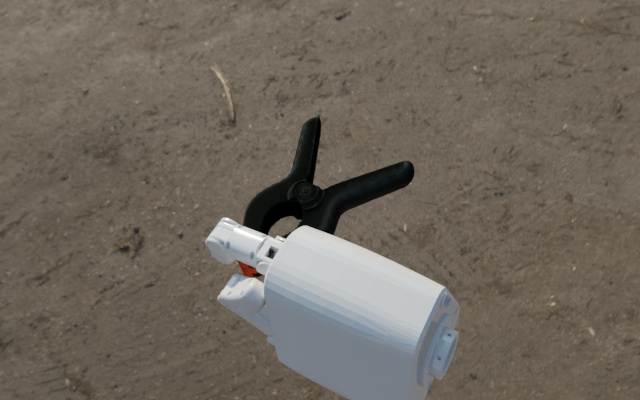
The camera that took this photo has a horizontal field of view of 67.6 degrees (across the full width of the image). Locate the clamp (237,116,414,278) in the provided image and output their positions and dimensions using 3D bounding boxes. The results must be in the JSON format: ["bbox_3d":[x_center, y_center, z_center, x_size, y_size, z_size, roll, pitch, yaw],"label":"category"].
[{"bbox_3d":[0.000,0.001,0.413,0.120,0.171,0.039,19,-28,27],"label":"clamp"}]
